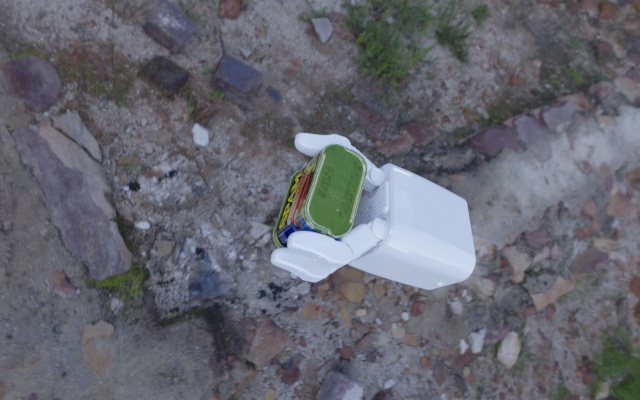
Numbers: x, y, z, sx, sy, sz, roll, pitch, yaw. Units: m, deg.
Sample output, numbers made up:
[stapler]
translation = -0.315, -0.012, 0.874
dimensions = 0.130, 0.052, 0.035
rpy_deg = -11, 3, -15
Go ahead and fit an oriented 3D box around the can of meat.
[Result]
[can of meat]
translation = 0.000, 0.001, 0.490
dimensions = 0.057, 0.102, 0.084
rpy_deg = 25, -28, -15
